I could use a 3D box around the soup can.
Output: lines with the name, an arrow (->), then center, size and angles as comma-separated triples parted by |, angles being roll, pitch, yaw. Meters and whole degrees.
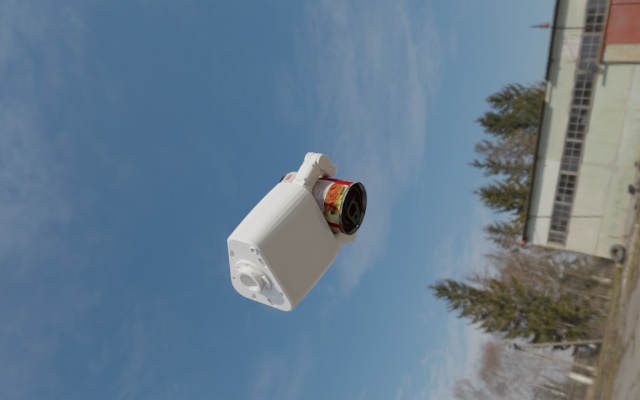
soup can -> 0.000, 0.002, 0.623 | 0.102, 0.068, 0.068 | 11, 6, 31
